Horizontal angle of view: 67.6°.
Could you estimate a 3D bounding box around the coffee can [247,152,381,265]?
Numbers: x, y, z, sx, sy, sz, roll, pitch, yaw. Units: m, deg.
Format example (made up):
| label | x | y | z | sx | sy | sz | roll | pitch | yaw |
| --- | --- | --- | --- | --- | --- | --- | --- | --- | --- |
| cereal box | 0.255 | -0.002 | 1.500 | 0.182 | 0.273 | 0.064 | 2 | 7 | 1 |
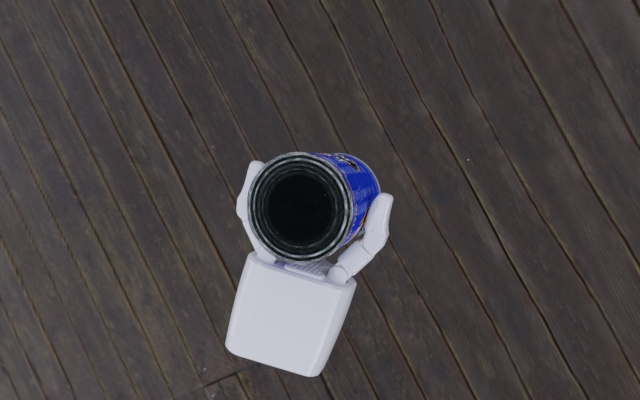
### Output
| label | x | y | z | sx | sy | sz | roll | pitch | yaw |
| --- | --- | --- | --- | --- | --- | --- | --- | --- | --- |
| coffee can | 0.000 | 0.001 | 0.495 | 0.103 | 0.103 | 0.140 | 0 | 5 | 17 |
